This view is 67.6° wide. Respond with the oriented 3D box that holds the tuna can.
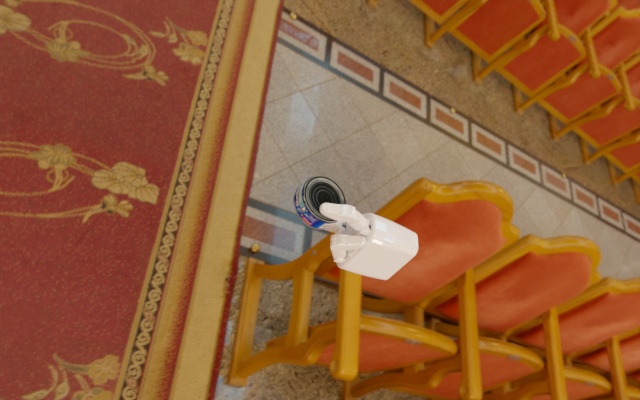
[{"bbox_3d":[0.000,0.002,0.791,0.086,0.086,0.034,0,-22,-34],"label":"tuna can"}]
